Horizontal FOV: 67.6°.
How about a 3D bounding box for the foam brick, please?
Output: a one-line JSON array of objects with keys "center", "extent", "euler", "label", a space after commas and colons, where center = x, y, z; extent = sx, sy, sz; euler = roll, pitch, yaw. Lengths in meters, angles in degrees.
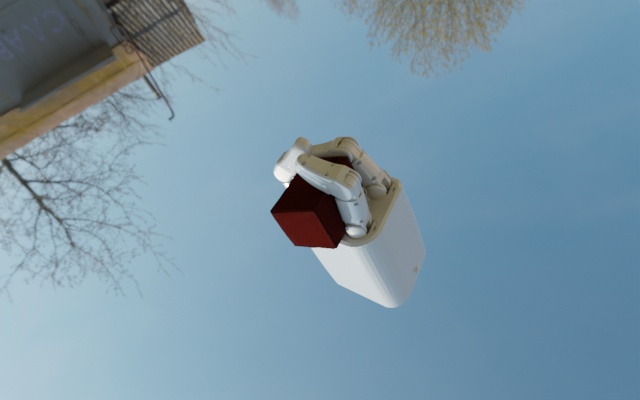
[{"center": [0.000, 0.002, 0.459], "extent": [0.053, 0.051, 0.078], "euler": [1, 44, 36], "label": "foam brick"}]
